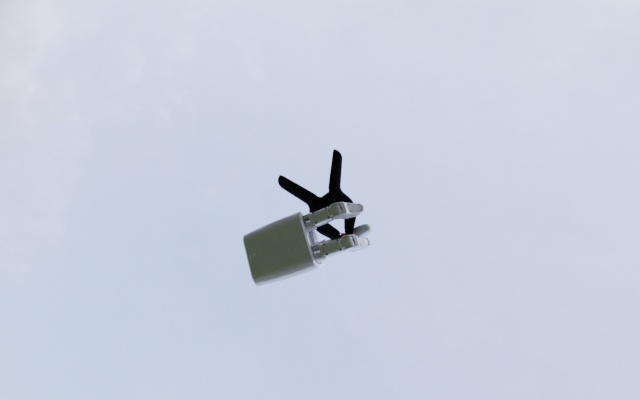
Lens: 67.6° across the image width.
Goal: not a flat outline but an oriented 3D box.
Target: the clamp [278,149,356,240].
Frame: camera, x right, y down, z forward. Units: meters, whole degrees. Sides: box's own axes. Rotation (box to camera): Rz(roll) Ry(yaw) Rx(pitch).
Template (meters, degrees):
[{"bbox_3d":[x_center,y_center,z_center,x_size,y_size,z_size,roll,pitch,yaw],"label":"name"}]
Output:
[{"bbox_3d":[0.000,0.003,0.814,0.120,0.171,0.039,-20,-23,6],"label":"clamp"}]
